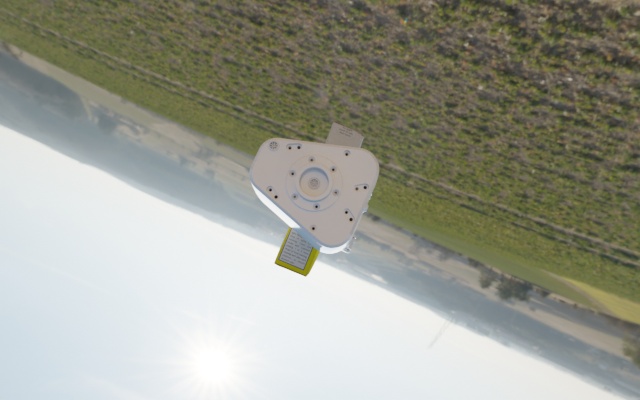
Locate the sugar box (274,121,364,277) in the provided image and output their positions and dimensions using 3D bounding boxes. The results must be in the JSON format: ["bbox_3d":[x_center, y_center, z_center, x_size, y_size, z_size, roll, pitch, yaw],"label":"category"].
[{"bbox_3d":[0.001,0.002,0.576,0.048,0.176,0.093,25,-5,2],"label":"sugar box"}]
